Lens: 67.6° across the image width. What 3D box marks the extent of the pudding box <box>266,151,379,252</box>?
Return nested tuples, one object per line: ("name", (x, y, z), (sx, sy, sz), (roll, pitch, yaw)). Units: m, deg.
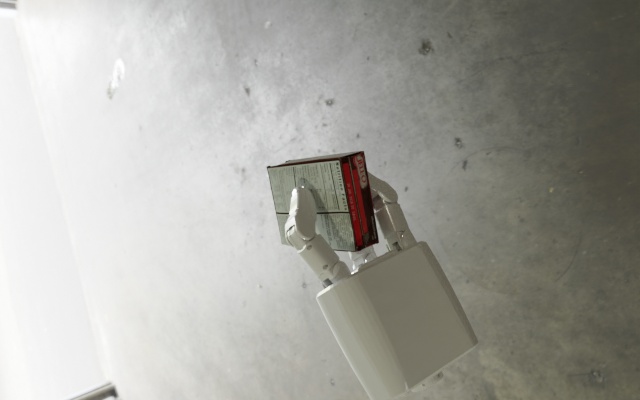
("pudding box", (0.000, 0.002, 0.474), (0.113, 0.090, 0.039), (-2, 11, 45))
